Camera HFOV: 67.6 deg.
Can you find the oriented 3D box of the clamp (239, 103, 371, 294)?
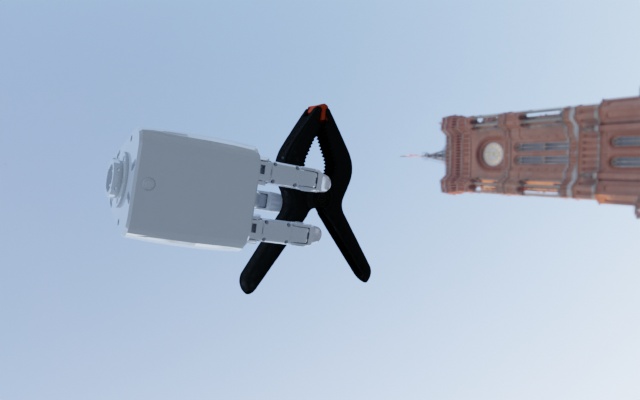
[{"bbox_3d":[0.000,0.001,0.532,0.164,0.210,0.036,9,-1,-34],"label":"clamp"}]
